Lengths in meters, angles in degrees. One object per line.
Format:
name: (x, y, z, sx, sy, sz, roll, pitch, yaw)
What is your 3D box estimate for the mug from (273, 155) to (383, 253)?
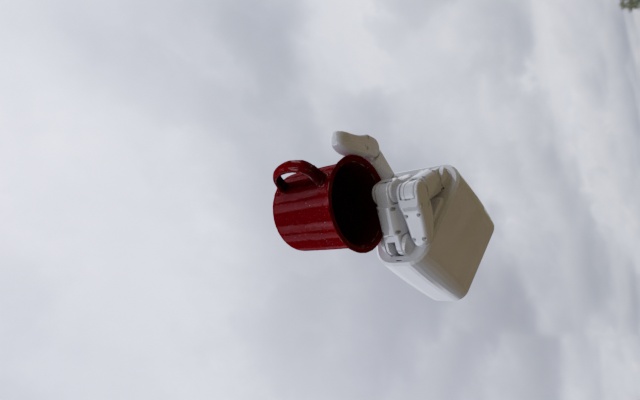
mug: (-0.001, 0.001, 0.464, 0.081, 0.093, 0.117, -9, -37, 40)
